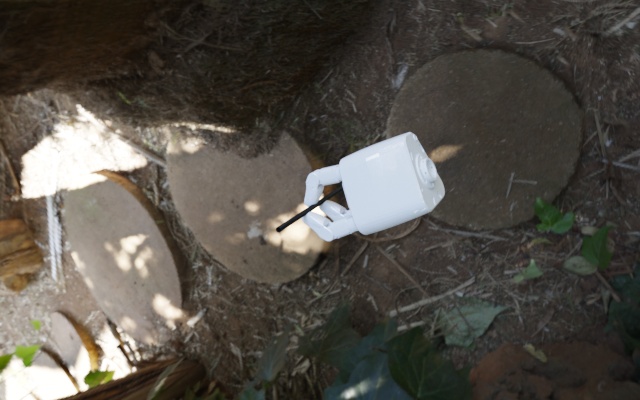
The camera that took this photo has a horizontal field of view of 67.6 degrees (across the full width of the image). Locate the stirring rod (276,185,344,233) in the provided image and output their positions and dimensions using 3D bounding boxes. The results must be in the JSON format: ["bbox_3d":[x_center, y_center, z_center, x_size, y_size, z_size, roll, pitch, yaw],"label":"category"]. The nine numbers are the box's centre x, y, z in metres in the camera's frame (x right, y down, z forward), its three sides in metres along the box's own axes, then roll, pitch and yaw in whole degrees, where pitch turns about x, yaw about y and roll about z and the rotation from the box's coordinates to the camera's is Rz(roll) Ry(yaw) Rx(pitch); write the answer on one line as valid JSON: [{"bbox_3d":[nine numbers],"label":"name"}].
[{"bbox_3d":[0.000,0.002,0.743,0.011,0.011,0.239,0,18,30],"label":"stirring rod"}]
